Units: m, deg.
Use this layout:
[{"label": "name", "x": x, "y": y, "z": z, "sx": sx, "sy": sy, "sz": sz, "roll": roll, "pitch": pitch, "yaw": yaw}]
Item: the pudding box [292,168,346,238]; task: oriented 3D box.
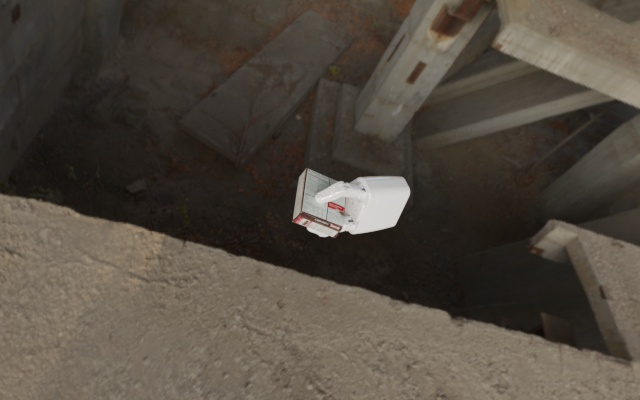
[{"label": "pudding box", "x": 0.000, "y": 0.003, "z": 0.890, "sx": 0.090, "sy": 0.113, "sz": 0.039, "roll": 21, "pitch": -44, "yaw": -17}]
